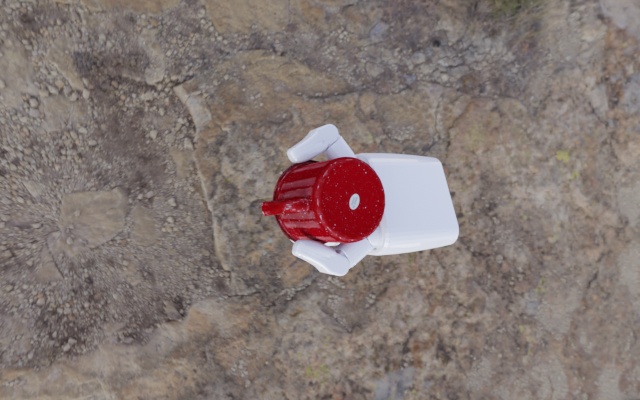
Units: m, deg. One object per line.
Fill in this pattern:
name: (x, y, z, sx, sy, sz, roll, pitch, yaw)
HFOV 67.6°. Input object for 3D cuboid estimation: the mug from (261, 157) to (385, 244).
mug: (-0.001, 0.002, 0.470, 0.117, 0.093, 0.081, -3, -1, -30)
